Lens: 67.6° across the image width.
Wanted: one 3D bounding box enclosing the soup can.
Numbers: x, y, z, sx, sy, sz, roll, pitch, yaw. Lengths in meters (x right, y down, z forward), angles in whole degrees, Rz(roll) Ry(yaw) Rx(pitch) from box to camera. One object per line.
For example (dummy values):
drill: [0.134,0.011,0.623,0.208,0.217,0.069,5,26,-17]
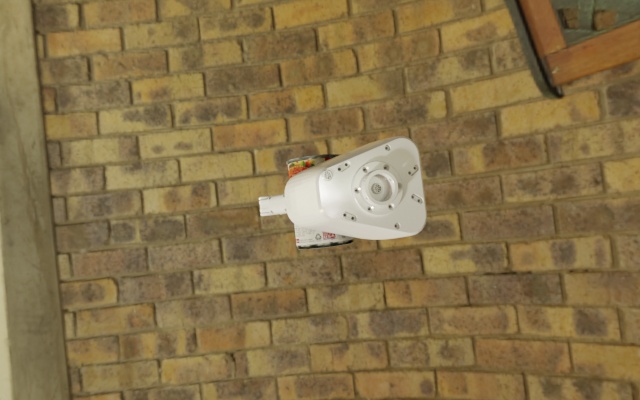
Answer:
soup can: [0.000,0.002,0.553,0.068,0.102,0.068,-7,-2,0]
